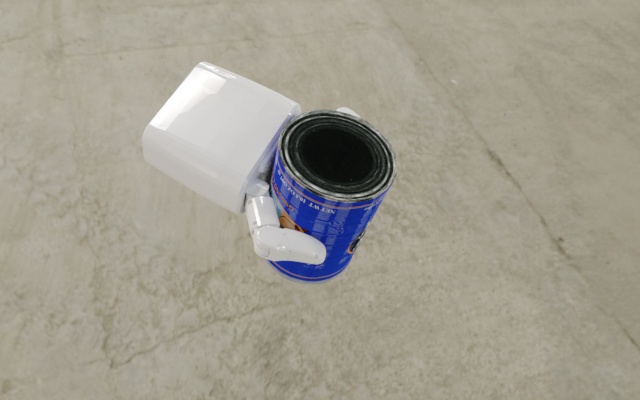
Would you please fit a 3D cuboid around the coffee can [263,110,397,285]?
[{"bbox_3d":[0.000,0.002,0.449,0.103,0.102,0.140,0,-37,-16],"label":"coffee can"}]
